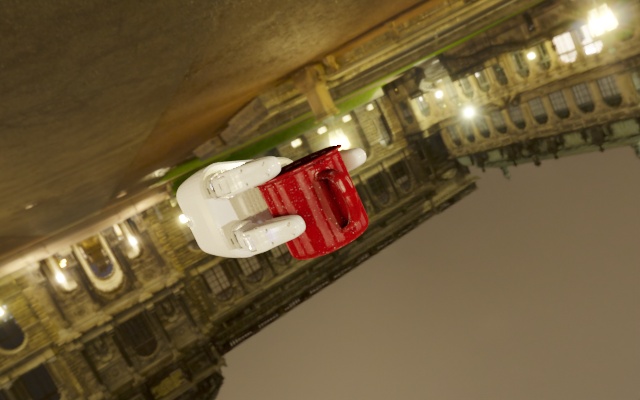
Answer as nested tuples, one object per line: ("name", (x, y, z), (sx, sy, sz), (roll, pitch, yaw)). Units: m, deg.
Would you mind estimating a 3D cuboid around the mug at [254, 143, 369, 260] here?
("mug", (0.001, 0.001, 0.438), (0.093, 0.081, 0.117), (-30, 11, -29))
